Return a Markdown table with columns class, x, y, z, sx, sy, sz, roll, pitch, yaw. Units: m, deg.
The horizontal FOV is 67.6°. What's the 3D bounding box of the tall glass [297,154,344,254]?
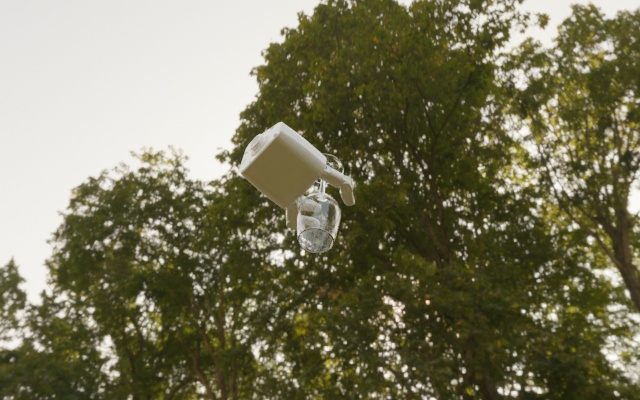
| class | x | y | z | sx | sy | sz | roll | pitch | yaw |
| --- | --- | --- | --- | --- | --- | --- | --- | --- | --- |
| tall glass | 0.000 | 0.002 | 0.867 | 0.079 | 0.079 | 0.200 | 0 | 41 | 6 |
